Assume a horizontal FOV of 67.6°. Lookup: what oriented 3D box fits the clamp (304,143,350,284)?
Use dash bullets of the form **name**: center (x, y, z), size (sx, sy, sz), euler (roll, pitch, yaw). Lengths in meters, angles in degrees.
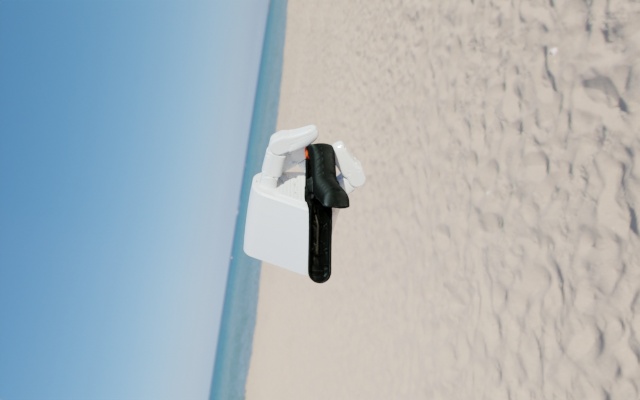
- **clamp**: center (-0.001, 0.001, 0.522), size (0.039, 0.120, 0.171), euler (10, 32, -11)
